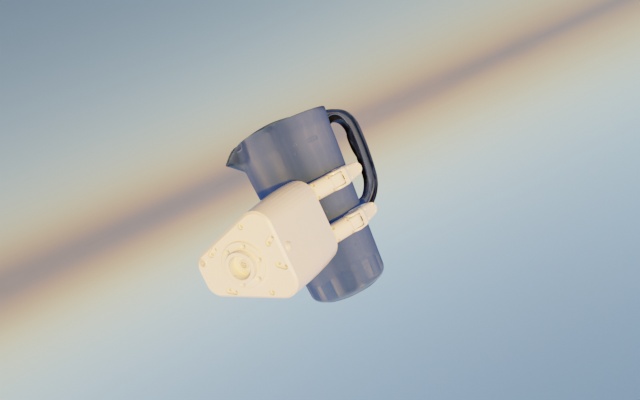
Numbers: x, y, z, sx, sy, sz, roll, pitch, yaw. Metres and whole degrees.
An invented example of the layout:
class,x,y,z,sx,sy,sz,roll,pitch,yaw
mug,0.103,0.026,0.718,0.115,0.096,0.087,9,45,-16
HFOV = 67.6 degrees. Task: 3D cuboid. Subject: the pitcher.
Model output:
class,x,y,z,sx,sy,sz,roll,pitch,yaw
pitcher,0.000,0.002,0.640,0.149,0.243,0.145,-22,7,25
